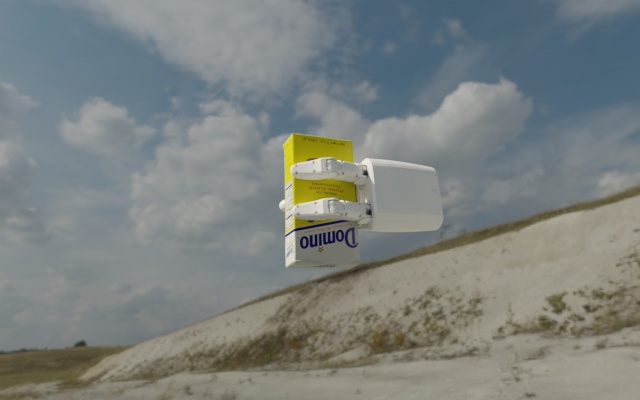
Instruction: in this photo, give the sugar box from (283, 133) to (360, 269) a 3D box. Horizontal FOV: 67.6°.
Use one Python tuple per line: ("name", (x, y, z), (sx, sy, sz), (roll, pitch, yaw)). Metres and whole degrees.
("sugar box", (0.000, 0.002, 0.642), (0.093, 0.176, 0.048), (4, -21, -21))
